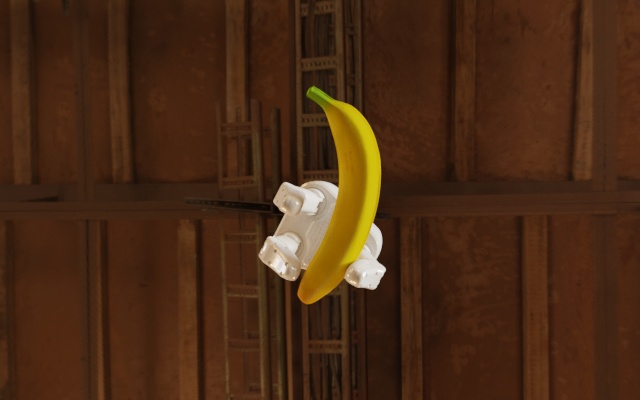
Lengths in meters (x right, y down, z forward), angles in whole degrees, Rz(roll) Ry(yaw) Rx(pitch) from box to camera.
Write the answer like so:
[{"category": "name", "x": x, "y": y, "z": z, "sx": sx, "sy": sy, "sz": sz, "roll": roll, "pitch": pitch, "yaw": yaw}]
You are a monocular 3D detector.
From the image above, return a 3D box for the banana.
[{"category": "banana", "x": 0.019, "y": -0.001, "z": 0.435, "sx": 0.069, "sy": 0.198, "sz": 0.037, "roll": 4, "pitch": 6, "yaw": 8}]
